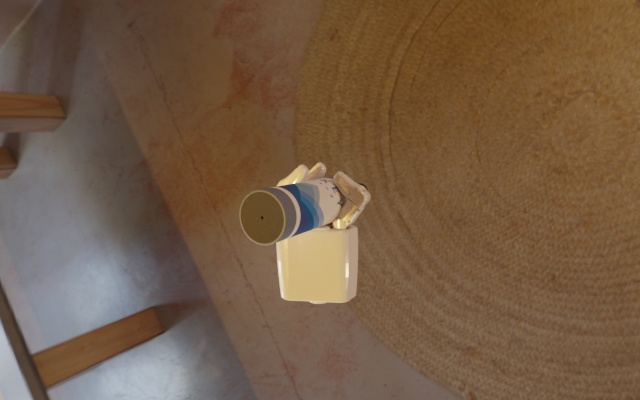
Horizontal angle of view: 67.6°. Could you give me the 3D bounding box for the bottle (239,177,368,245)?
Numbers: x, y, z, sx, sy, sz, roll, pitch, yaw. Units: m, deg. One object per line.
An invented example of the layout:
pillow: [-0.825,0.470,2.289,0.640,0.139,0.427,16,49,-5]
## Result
bottle: [0.000,0.002,0.688,0.069,0.069,0.295,0,7,28]
